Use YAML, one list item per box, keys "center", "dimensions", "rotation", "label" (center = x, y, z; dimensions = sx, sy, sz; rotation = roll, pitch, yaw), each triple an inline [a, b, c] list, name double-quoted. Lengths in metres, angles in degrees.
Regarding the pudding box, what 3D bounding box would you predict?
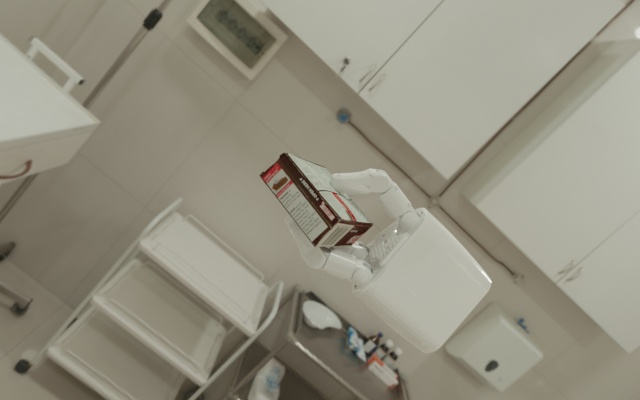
- center: [0.000, 0.002, 0.485]
  dimensions: [0.039, 0.090, 0.113]
  rotation: [-44, -18, 11]
  label: "pudding box"
